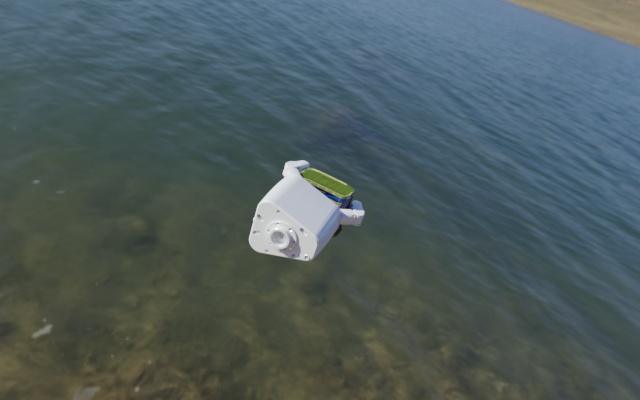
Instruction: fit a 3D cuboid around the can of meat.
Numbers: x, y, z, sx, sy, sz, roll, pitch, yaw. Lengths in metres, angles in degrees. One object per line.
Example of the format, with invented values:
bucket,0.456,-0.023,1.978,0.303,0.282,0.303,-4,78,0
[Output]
can of meat,0.000,0.002,0.824,0.102,0.084,0.057,26,29,12
